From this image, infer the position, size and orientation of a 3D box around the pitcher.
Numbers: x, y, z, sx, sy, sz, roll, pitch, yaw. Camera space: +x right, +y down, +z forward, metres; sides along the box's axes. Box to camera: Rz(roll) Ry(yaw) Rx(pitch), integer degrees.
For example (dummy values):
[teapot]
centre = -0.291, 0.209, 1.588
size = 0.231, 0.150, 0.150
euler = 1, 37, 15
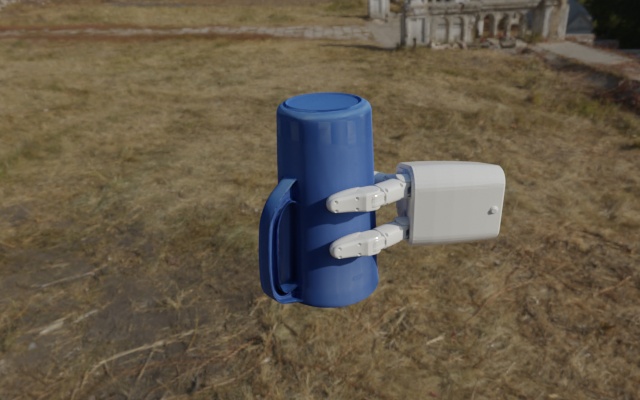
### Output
[pitcher]
centre = 0.000, 0.002, 0.578
size = 0.145, 0.243, 0.149
euler = -2, 24, 1
